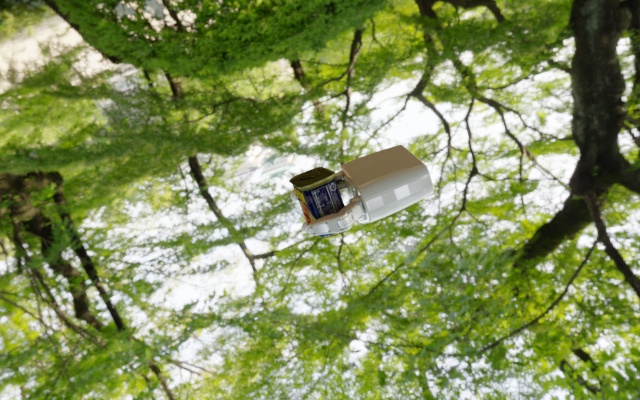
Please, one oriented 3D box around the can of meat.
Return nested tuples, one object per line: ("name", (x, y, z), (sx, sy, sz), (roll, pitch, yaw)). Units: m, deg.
("can of meat", (0.000, 0.003, 0.703), (0.057, 0.084, 0.102), (-23, 15, -10))
